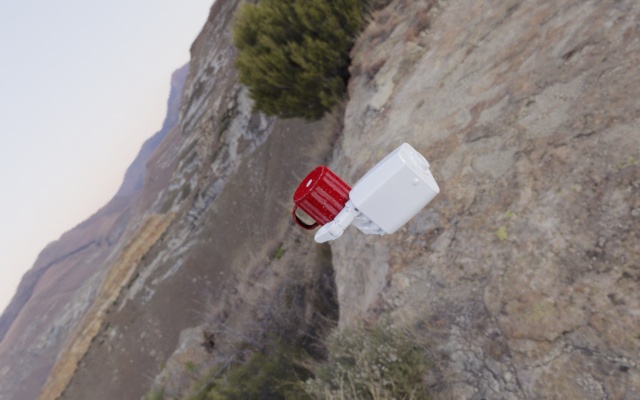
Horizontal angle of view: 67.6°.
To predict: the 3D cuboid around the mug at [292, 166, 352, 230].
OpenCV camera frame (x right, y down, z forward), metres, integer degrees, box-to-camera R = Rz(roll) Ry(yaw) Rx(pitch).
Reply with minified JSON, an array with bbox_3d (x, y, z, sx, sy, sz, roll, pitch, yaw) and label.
[{"bbox_3d":[-0.001,0.003,0.810,0.081,0.117,0.093,40,25,-17],"label":"mug"}]
